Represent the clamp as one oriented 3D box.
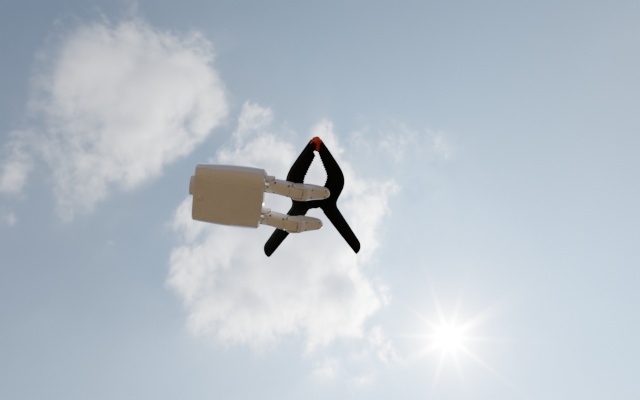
[{"bbox_3d":[0.000,0.002,0.779,0.164,0.210,0.036,5,21,-12],"label":"clamp"}]
